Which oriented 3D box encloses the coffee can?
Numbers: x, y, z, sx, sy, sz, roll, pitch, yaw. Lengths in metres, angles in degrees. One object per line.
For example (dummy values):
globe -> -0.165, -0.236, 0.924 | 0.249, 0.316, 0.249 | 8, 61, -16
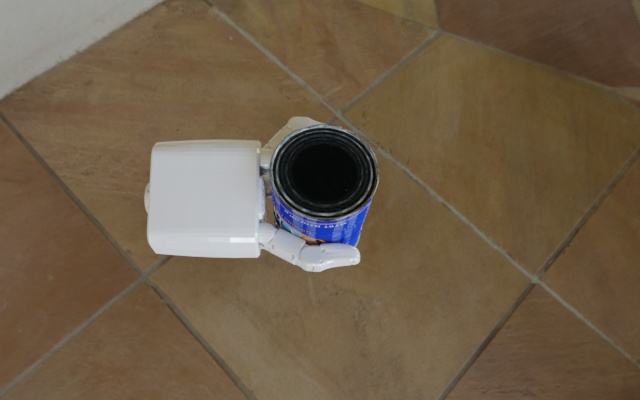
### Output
coffee can -> 0.000, 0.002, 0.504 | 0.103, 0.102, 0.140 | 0, -26, -4
